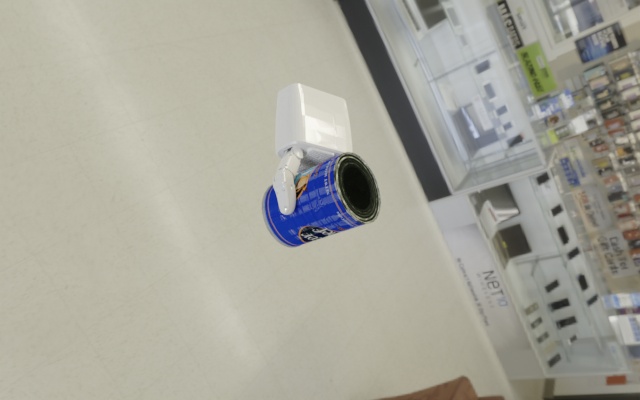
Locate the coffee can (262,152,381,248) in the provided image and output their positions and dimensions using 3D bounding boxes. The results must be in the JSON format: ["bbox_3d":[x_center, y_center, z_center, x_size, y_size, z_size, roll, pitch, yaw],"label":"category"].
[{"bbox_3d":[0.000,0.002,0.686,0.140,0.103,0.103,-21,-13,36],"label":"coffee can"}]
